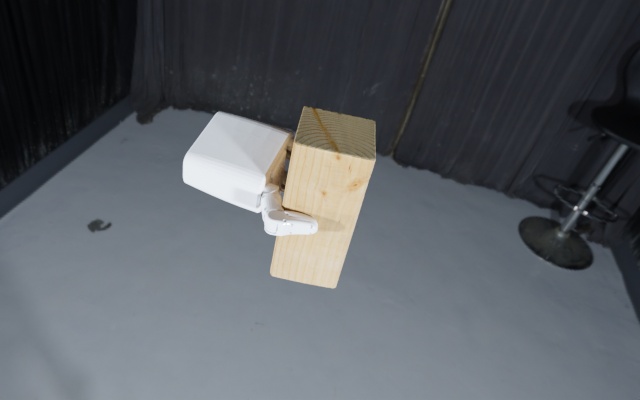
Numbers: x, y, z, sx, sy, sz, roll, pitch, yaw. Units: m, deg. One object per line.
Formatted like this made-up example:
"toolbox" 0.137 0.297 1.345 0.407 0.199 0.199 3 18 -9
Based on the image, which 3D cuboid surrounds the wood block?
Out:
"wood block" 0.000 0.002 0.596 0.090 0.206 0.090 12 38 -2
